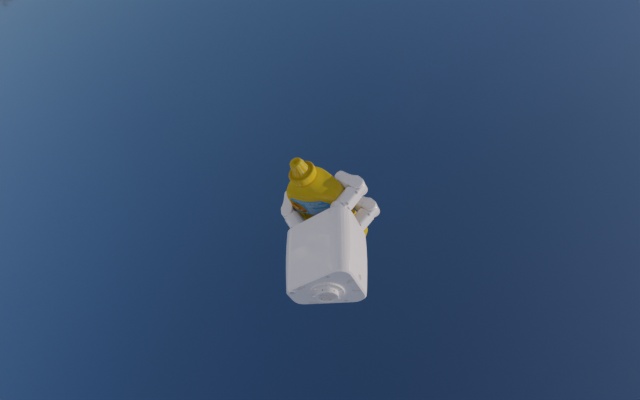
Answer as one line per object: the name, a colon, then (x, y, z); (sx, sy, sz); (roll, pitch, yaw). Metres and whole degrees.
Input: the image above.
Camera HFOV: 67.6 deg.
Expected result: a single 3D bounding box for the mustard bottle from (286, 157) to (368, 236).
mustard bottle: (0.000, 0.002, 0.747); (0.096, 0.058, 0.192); (7, -33, 33)
